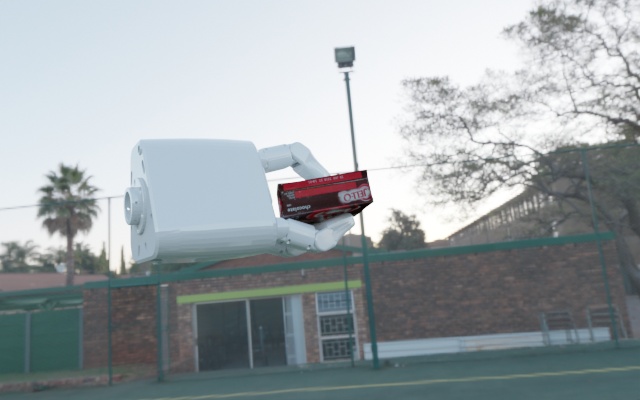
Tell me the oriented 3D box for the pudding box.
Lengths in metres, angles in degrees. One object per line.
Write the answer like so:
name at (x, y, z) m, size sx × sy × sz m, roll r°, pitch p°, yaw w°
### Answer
pudding box at (0.000, 0.001, 0.503) m, size 0.090 × 0.039 × 0.113 m, roll -9°, pitch -6°, yaw -6°
